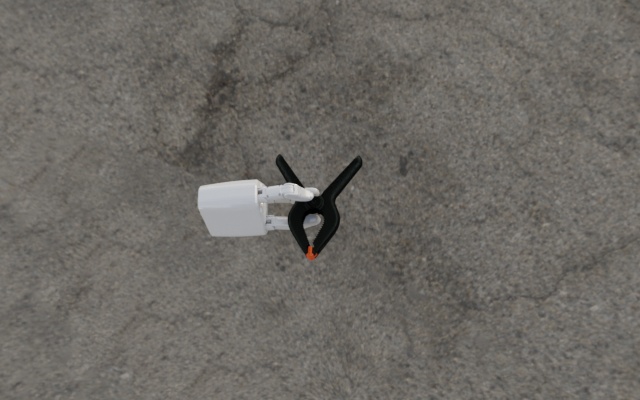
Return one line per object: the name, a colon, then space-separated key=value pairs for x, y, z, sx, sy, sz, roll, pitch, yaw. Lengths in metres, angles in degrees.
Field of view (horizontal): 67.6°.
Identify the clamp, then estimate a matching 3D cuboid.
clamp: x=0.000 y=0.003 z=0.869 sx=0.164 sy=0.210 sz=0.036 roll=-5 pitch=-23 yaw=5
